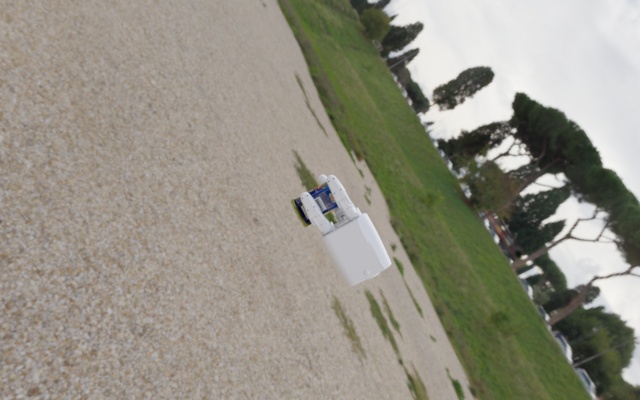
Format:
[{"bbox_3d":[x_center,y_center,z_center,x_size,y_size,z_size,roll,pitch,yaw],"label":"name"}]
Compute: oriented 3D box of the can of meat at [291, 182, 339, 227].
[{"bbox_3d":[0.000,0.003,0.891,0.084,0.057,0.102,-29,-2,9],"label":"can of meat"}]
